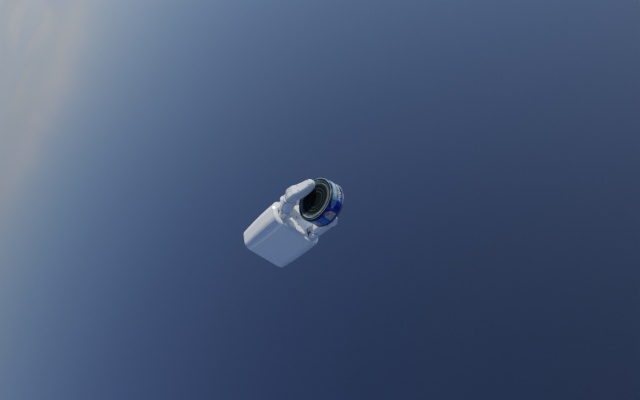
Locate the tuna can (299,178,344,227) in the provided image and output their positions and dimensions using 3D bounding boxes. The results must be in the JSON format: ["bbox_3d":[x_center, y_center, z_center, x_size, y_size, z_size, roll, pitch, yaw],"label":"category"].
[{"bbox_3d":[0.000,0.003,0.874,0.034,0.086,0.086,28,-18,-38],"label":"tuna can"}]
